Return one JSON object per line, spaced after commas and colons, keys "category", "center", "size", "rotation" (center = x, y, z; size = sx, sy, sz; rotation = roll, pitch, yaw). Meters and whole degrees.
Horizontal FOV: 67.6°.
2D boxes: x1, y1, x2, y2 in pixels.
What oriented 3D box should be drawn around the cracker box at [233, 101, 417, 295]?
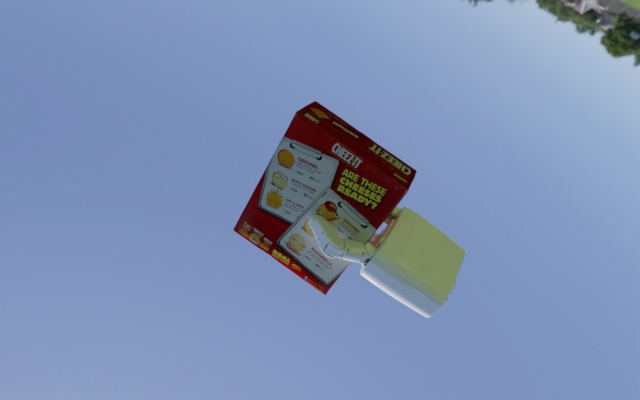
{"category": "cracker box", "center": [0.000, 0.002, 0.643], "size": [0.164, 0.214, 0.072], "rotation": [35, 34, 3]}
